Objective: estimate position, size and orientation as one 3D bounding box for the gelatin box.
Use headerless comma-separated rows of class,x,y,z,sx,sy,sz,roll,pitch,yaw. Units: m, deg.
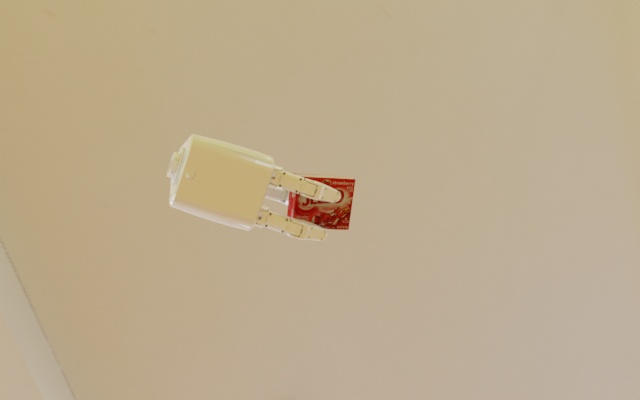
gelatin box,0.000,0.002,0.658,0.089,0.073,0.030,2,11,-26
